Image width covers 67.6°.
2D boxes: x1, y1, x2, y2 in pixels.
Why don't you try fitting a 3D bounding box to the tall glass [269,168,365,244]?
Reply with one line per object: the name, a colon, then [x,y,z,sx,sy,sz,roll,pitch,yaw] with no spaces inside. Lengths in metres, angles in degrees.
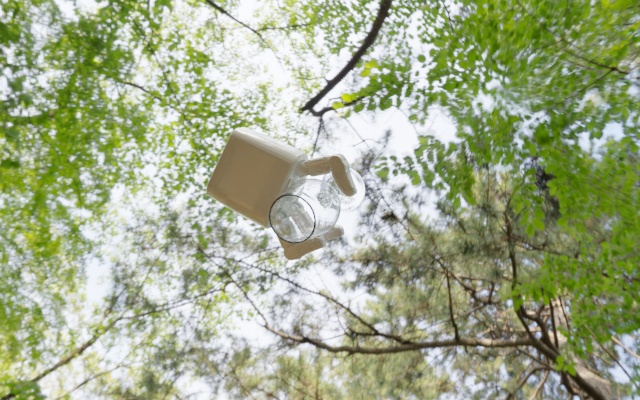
tall glass: [0.000,0.002,0.664,0.079,0.079,0.201,0,12,21]
